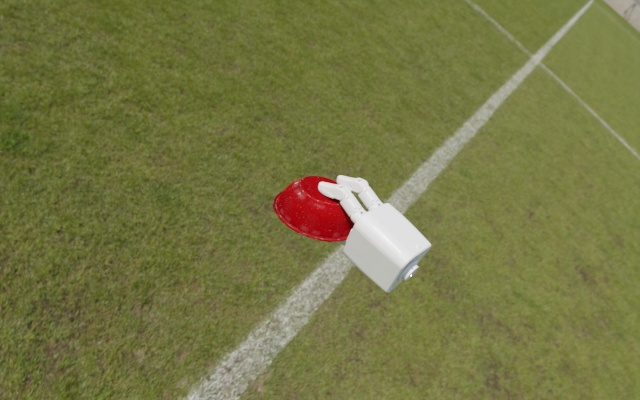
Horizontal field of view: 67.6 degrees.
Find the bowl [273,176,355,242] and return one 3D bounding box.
[{"bbox_3d":[-0.001,0.002,0.849,0.162,0.055,0.162,14,30,-8],"label":"bowl"}]
